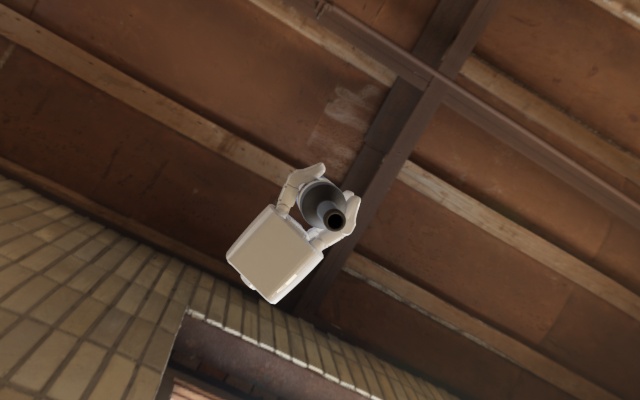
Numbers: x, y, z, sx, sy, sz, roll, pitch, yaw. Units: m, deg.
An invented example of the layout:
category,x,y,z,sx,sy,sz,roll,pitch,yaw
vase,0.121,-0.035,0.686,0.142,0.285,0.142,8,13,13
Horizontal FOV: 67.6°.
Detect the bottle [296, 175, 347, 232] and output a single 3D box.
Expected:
category,x,y,z,sx,sy,sz,roll,pitch,yaw
bottle,0.000,0.002,0.722,0.069,0.069,0.295,0,9,-7
